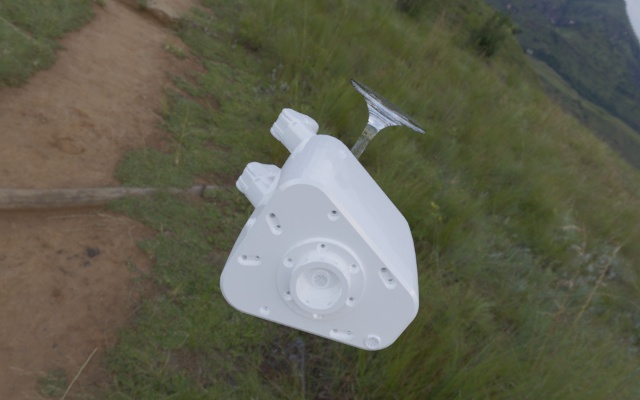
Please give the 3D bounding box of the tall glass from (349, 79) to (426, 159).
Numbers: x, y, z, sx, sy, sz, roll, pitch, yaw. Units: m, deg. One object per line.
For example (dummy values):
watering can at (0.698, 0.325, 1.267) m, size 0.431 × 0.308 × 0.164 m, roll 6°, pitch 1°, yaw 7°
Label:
tall glass at (0.001, 0.001, 0.412) m, size 0.079 × 0.201 × 0.079 m, roll 31°, pitch 19°, yaw -12°
